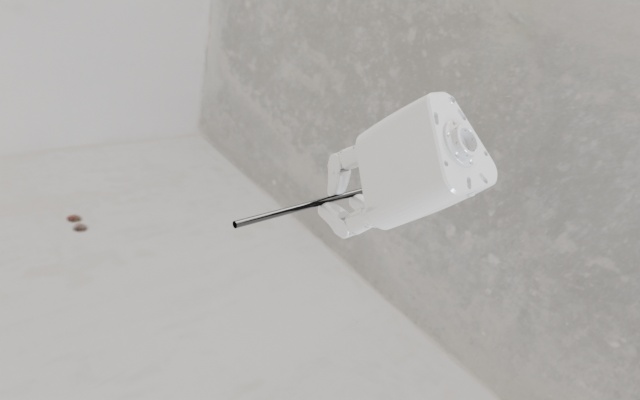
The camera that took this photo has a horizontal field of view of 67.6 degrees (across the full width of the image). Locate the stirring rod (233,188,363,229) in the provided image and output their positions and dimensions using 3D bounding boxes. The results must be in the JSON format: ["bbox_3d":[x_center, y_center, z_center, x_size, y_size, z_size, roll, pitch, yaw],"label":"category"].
[{"bbox_3d":[0.000,0.002,0.570,0.239,0.011,0.011,-15,10,-41],"label":"stirring rod"}]
